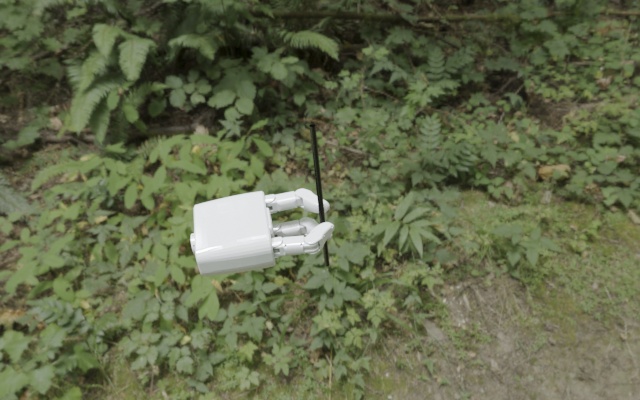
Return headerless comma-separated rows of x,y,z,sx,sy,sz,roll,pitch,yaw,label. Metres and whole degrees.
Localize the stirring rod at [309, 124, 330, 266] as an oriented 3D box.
0.000,0.002,0.683,0.011,0.240,0.011,-4,35,3,stirring rod
